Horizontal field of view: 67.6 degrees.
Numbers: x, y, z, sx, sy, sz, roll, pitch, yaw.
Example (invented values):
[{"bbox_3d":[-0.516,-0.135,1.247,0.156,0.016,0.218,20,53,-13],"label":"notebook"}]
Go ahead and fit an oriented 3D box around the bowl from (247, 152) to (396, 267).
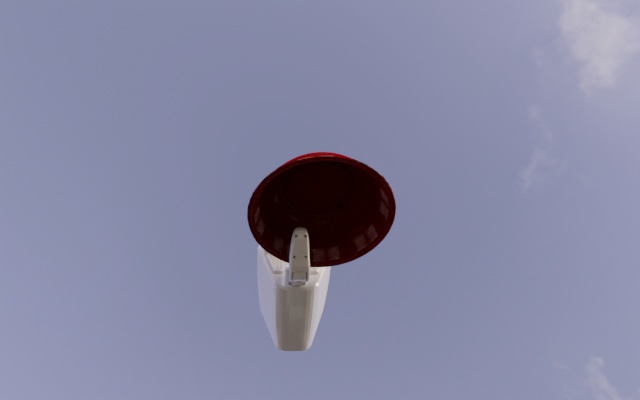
[{"bbox_3d":[0.000,0.000,0.537,0.162,0.162,0.055,0,40,-5],"label":"bowl"}]
